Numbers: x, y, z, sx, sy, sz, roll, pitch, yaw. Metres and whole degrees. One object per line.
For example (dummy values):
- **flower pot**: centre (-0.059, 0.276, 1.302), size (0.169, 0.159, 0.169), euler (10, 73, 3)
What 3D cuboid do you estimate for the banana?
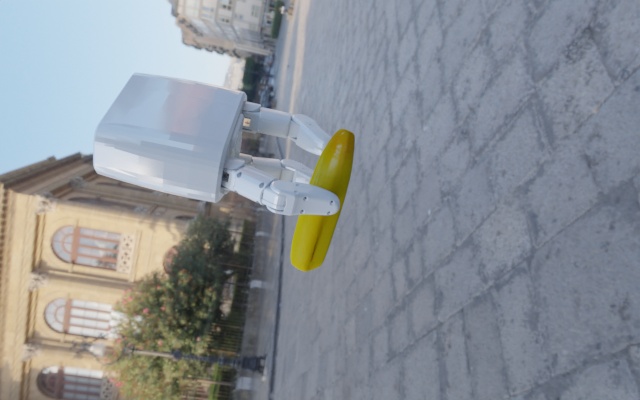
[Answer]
- **banana**: centre (-0.003, 0.018, 0.463), size (0.037, 0.069, 0.198), euler (13, -37, -2)
